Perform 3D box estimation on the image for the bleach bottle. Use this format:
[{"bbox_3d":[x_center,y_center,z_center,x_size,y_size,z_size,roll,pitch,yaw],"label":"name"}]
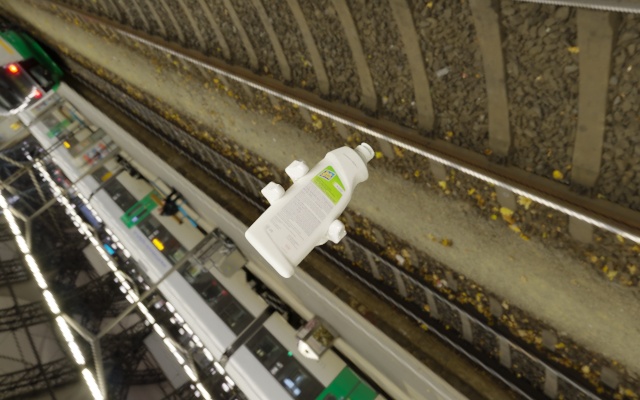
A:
[{"bbox_3d":[0.000,0.003,0.780,0.250,0.102,0.068,-44,4,-16],"label":"bleach bottle"}]
